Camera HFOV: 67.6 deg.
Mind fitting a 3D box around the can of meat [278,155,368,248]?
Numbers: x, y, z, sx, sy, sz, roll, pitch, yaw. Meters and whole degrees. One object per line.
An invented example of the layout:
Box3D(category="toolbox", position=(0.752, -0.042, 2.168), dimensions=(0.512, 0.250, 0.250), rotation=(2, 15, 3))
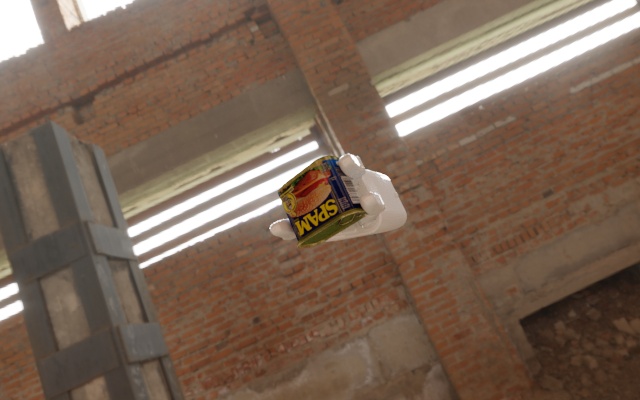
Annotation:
Box3D(category="can of meat", position=(0.000, 0.002, 0.621), dimensions=(0.102, 0.084, 0.057), rotation=(-34, -18, 31))
